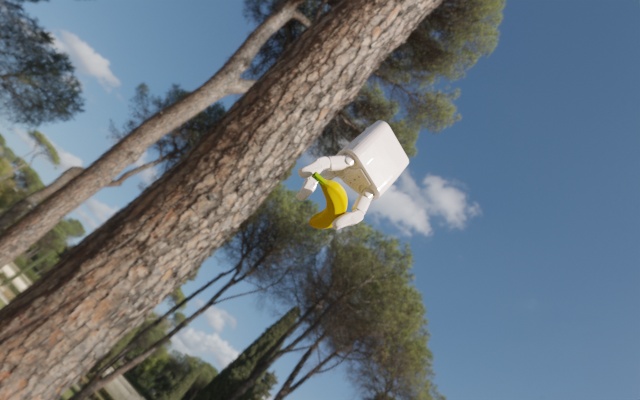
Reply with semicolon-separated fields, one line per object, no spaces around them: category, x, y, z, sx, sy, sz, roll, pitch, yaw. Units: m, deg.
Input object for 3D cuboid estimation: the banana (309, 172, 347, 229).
banana;0.015;0.012;0.882;0.069;0.037;0.198;36;-26;15
